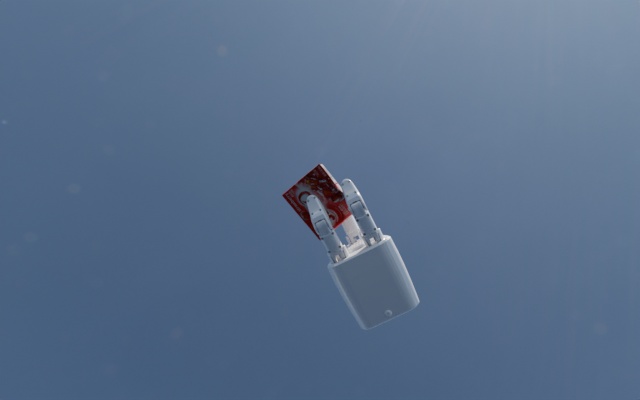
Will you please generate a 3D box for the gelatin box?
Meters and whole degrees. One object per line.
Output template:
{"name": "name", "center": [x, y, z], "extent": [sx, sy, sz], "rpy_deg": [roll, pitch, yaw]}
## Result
{"name": "gelatin box", "center": [0.000, 0.002, 0.703], "extent": [0.073, 0.089, 0.030], "rpy_deg": [-40, -3, 8]}
